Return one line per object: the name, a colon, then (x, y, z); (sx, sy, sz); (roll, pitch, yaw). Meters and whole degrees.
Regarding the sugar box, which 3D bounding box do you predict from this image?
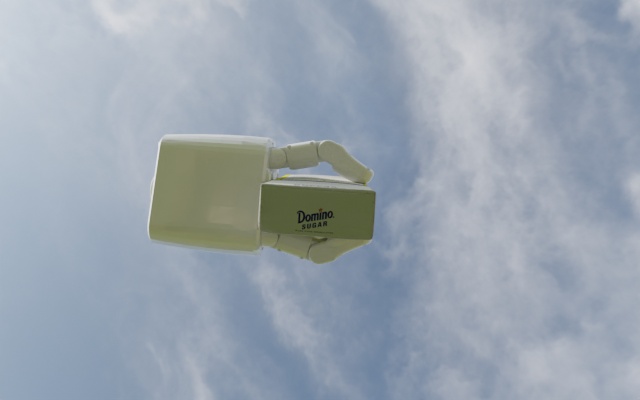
sugar box: (0.000, 0.002, 0.457); (0.093, 0.048, 0.176); (4, 8, 2)
